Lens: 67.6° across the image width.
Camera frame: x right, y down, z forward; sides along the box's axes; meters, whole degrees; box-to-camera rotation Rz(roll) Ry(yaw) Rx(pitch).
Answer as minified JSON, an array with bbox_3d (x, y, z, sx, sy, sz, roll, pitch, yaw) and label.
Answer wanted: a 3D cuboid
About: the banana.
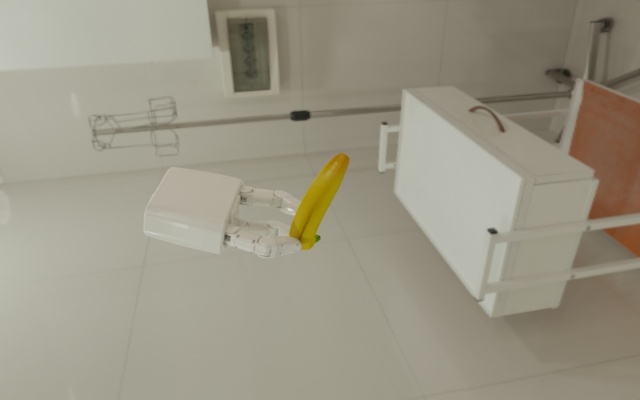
[{"bbox_3d":[-0.010,0.016,0.640,0.037,0.069,0.198,31,-37,8],"label":"banana"}]
